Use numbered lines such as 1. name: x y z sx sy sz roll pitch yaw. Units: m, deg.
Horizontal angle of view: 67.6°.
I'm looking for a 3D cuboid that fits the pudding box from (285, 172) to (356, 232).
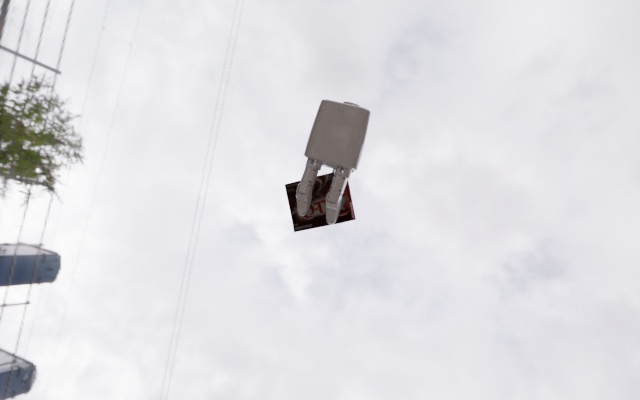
1. pudding box: 0.000 0.003 0.857 0.113 0.090 0.039 -13 -6 18
